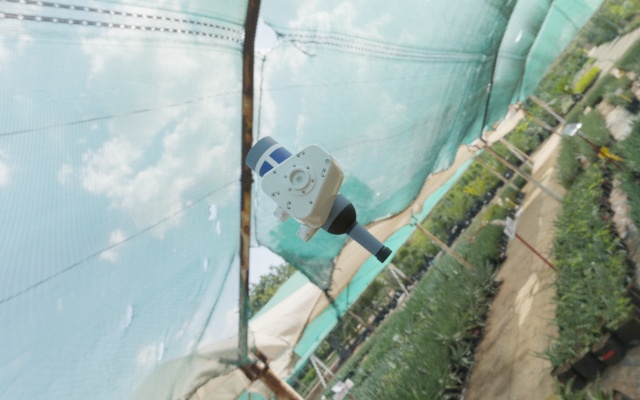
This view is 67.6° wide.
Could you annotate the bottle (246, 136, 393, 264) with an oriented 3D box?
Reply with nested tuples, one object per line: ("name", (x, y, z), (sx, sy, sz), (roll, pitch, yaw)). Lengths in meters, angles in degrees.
("bottle", (0.000, 0.003, 0.819), (0.295, 0.069, 0.069), (40, 10, 13))
